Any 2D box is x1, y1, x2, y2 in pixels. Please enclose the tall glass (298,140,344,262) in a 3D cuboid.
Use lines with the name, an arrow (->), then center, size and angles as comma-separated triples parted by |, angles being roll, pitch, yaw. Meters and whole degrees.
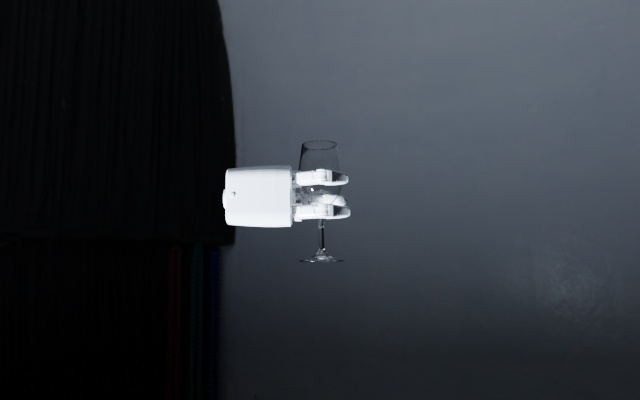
tall glass -> 0.000, 0.003, 0.809 | 0.079, 0.201, 0.079 | -1, -7, 0
